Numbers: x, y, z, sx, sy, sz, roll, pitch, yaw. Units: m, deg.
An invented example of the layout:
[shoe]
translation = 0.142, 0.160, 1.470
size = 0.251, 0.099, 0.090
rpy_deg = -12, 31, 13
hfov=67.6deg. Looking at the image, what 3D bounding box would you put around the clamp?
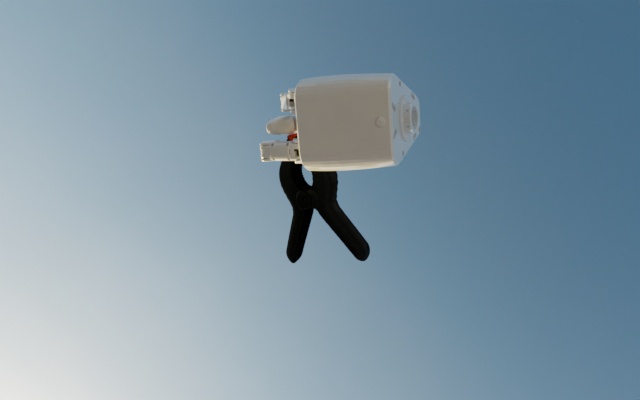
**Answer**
[clamp]
translation = 0.000, 0.002, 0.582
size = 0.120, 0.171, 0.039
rpy_deg = 1, 19, 27
